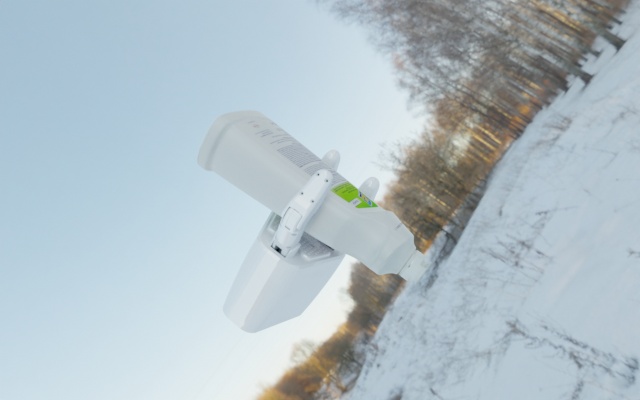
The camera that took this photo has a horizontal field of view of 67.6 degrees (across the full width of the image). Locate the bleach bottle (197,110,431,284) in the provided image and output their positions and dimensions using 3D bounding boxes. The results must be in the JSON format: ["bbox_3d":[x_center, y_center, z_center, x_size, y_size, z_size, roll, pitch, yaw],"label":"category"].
[{"bbox_3d":[0.000,0.002,0.492,0.251,0.068,0.102,37,25,11],"label":"bleach bottle"}]
